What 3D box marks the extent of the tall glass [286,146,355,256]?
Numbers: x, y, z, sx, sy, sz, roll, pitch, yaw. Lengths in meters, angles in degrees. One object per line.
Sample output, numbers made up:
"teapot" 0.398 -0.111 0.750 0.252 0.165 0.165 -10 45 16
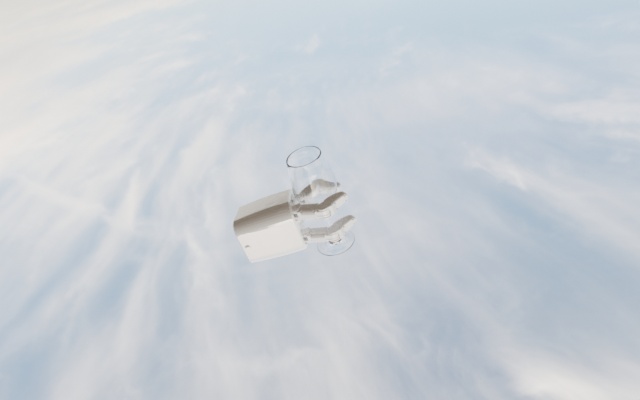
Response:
"tall glass" 0.000 0.003 0.850 0.079 0.201 0.079 -13 36 10
